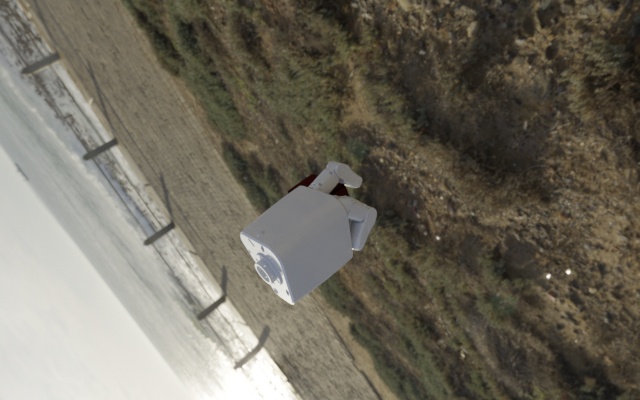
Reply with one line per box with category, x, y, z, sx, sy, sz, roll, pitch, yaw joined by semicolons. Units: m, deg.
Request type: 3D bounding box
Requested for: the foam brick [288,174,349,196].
foam brick;0.000;0.002;0.685;0.051;0.053;0.078;-37;33;-25
